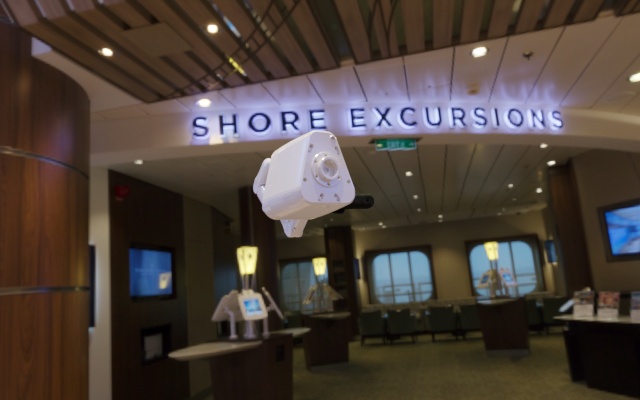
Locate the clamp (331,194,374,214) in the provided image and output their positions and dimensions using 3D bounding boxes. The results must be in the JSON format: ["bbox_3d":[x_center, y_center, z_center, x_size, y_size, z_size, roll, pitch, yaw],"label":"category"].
[{"bbox_3d":[0.000,0.002,0.796,0.171,0.039,0.120,2,-13,-33],"label":"clamp"}]
